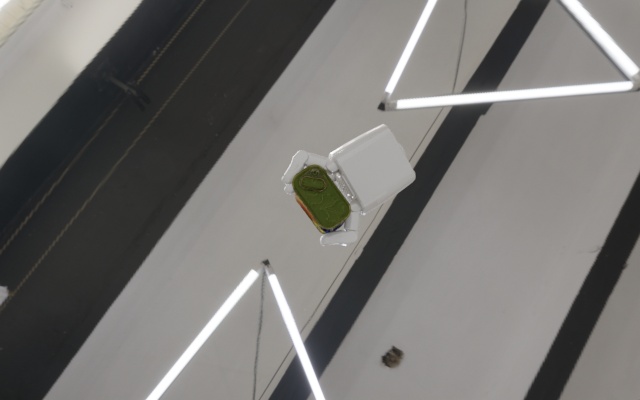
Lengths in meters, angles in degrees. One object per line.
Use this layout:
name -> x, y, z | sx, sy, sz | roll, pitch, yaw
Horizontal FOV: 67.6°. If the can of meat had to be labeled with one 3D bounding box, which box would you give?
can of meat -> 0.000, 0.003, 0.765 | 0.057, 0.102, 0.084 | -35, -9, -9
